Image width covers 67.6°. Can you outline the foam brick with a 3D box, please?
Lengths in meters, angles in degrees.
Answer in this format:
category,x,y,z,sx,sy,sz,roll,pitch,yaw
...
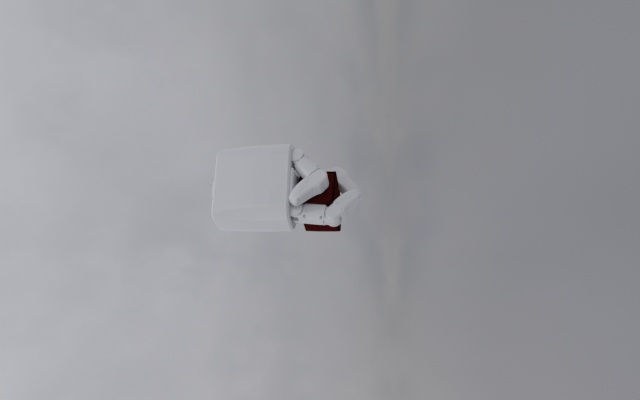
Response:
category,x,y,z,sx,sy,sz,roll,pitch,yaw
foam brick,0.000,0.002,0.670,0.051,0.053,0.078,-2,-36,8
